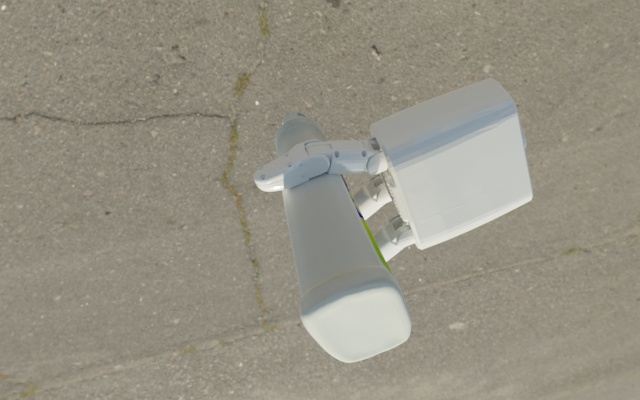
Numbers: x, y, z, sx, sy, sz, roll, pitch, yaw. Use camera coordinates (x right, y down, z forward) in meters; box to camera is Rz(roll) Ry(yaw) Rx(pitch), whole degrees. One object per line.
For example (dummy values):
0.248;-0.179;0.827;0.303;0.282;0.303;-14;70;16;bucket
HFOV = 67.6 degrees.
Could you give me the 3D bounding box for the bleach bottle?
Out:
0.000;0.001;0.408;0.068;0.250;0.103;-23;-43;5;bleach bottle
